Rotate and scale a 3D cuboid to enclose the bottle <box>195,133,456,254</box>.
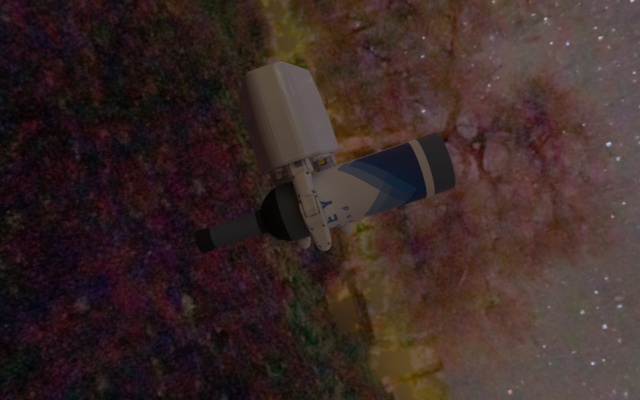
[{"bbox_3d":[0.000,0.002,0.544,0.296,0.069,0.069,-19,-1,3],"label":"bottle"}]
